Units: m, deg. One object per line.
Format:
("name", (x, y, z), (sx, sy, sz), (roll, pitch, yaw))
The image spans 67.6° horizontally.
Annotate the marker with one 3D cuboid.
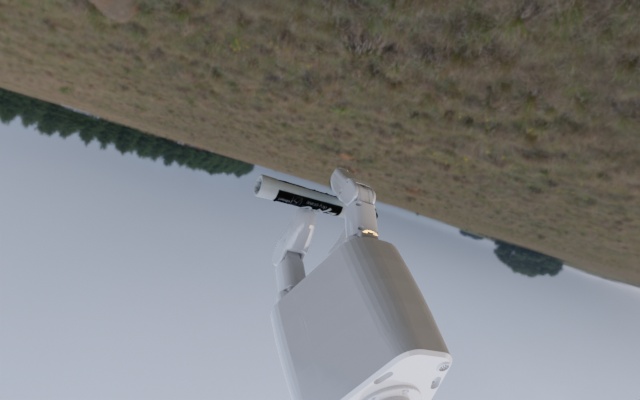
("marker", (0.000, 0.001, 0.421), (0.121, 0.020, 0.020), (16, -7, -28))
